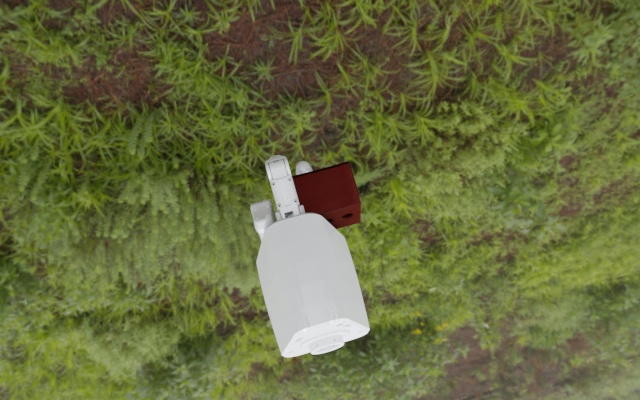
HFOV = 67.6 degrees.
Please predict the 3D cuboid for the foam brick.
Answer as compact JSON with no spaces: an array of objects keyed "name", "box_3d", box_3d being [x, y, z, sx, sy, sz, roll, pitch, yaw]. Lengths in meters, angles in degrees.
[{"name":"foam brick","box_3d":[0.000,0.001,0.504,0.078,0.051,0.053,-15,-27,-4]}]
